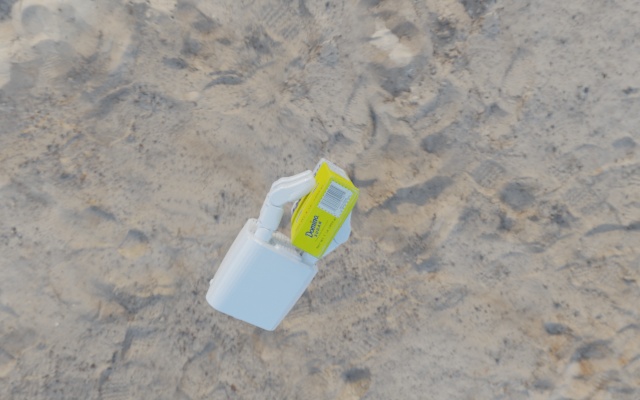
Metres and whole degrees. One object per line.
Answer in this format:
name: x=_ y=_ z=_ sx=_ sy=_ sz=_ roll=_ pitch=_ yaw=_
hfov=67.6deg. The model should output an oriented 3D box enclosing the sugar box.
sugar box: x=0.000 y=0.002 z=0.618 sx=0.048 sy=0.093 sz=0.176 roll=30 pitch=8 yaw=-11
